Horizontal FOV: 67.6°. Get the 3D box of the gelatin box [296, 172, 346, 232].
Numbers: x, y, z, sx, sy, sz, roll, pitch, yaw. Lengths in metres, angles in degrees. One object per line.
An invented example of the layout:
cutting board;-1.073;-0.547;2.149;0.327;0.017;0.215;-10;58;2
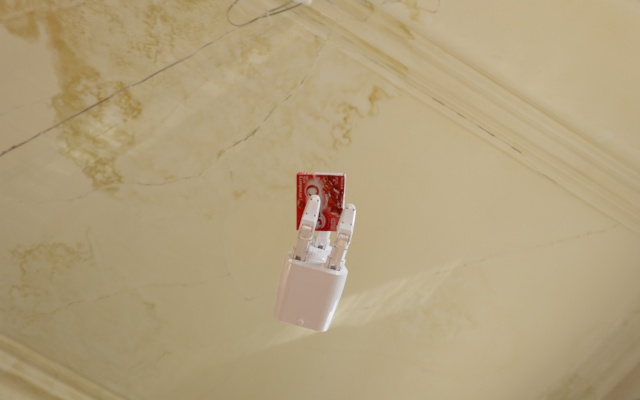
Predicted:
gelatin box;0.000;0.002;0.726;0.073;0.089;0.030;2;11;4
